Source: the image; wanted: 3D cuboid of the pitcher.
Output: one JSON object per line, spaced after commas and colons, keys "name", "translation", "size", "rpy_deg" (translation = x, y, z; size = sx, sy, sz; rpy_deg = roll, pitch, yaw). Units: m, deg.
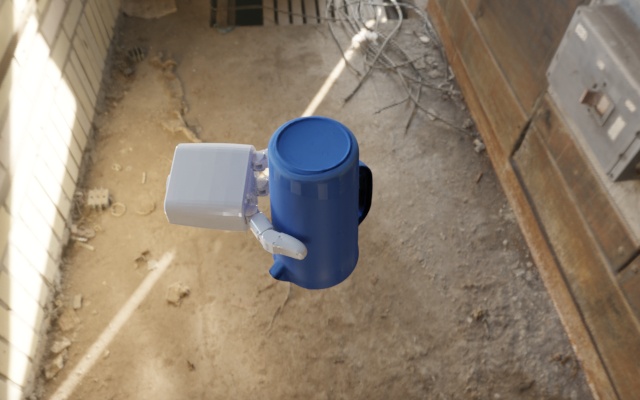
{"name": "pitcher", "translation": [0.000, 0.002, 0.650], "size": [0.145, 0.149, 0.243], "rpy_deg": [5, -38, 4]}
